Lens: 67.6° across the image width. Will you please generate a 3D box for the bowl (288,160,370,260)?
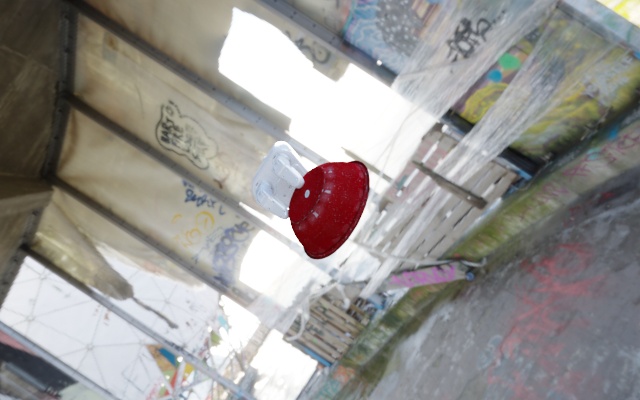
[{"bbox_3d":[0.000,0.002,0.698,0.055,0.162,0.162,28,-13,-26],"label":"bowl"}]
